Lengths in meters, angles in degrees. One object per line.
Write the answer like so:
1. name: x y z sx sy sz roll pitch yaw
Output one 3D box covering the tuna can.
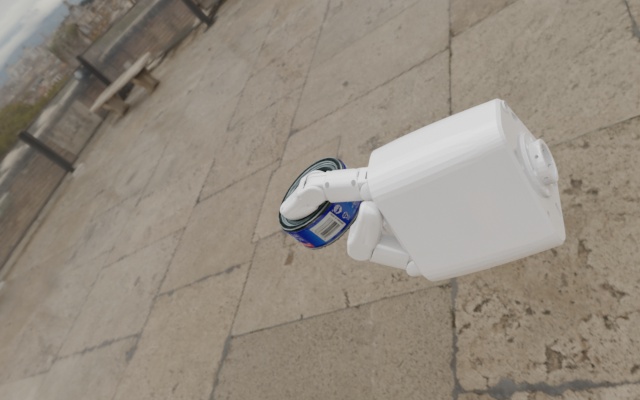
1. tuna can: 0.000 0.001 0.452 0.034 0.086 0.086 39 -21 -29
